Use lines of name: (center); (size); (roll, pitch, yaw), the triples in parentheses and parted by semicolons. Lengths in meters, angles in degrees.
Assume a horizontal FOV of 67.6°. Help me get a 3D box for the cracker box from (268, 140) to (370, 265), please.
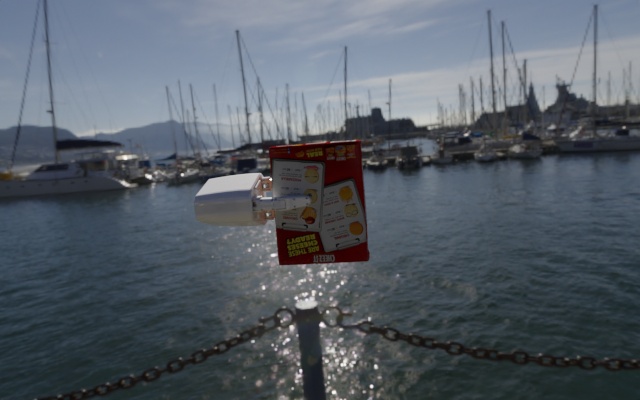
cracker box: (0.000, 0.003, 0.865); (0.164, 0.214, 0.072); (-4, 8, 9)
